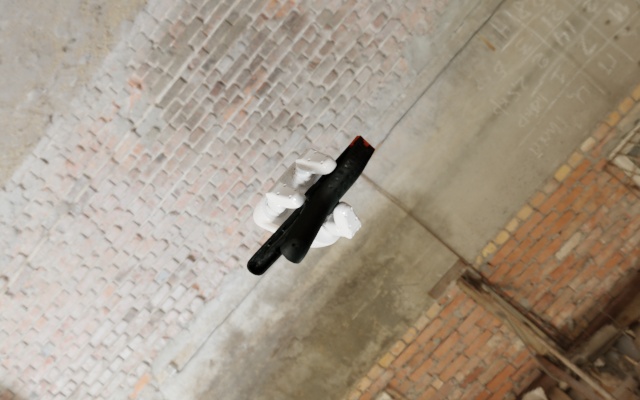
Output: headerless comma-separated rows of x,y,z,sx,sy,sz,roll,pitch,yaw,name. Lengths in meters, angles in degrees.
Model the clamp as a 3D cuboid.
0.001,0.002,0.546,0.036,0.210,0.164,42,-17,-9,clamp
